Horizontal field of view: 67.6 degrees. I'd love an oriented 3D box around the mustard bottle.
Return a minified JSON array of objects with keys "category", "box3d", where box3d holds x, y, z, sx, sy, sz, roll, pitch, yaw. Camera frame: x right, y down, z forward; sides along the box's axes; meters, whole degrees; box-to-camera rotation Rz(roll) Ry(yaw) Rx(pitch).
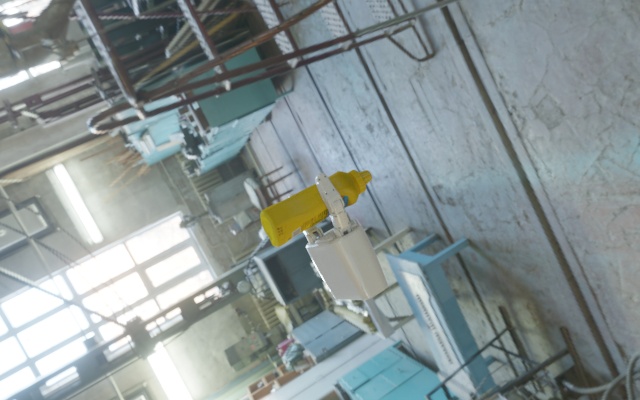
[{"category":"mustard bottle","box3d":[0.000,0.002,0.759,0.191,0.058,0.096,-28,-18,-15]}]
